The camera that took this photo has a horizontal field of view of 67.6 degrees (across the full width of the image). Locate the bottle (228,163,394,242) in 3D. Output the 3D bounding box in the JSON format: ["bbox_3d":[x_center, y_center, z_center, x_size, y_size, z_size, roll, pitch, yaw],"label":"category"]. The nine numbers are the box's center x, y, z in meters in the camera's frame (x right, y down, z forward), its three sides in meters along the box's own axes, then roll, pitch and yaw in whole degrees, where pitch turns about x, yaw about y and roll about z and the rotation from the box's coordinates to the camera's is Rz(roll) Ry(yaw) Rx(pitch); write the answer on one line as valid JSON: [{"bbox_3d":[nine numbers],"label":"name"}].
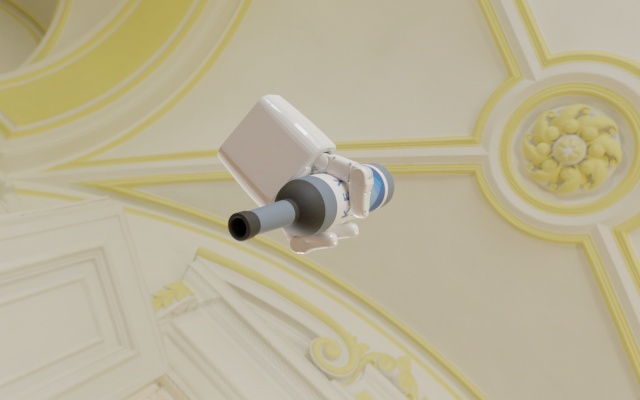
[{"bbox_3d":[0.000,0.002,0.565,0.069,0.069,0.295,0,9,32],"label":"bottle"}]
